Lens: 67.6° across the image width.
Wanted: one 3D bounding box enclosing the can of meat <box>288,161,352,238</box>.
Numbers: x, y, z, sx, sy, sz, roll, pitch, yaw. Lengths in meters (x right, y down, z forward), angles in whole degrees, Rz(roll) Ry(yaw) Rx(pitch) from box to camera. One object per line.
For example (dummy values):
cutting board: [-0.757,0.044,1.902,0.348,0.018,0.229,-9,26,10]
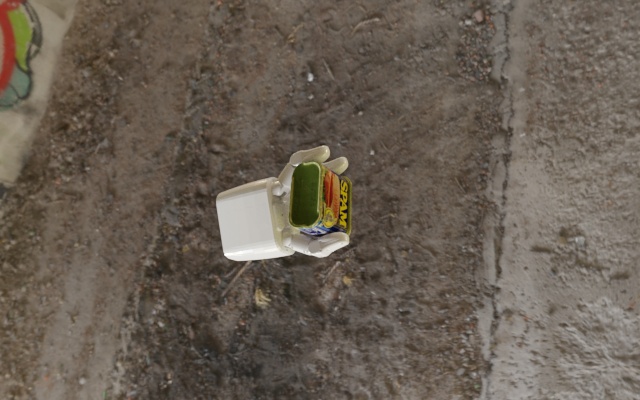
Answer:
can of meat: [0.000,0.002,0.682,0.057,0.102,0.084,-8,-20,31]
